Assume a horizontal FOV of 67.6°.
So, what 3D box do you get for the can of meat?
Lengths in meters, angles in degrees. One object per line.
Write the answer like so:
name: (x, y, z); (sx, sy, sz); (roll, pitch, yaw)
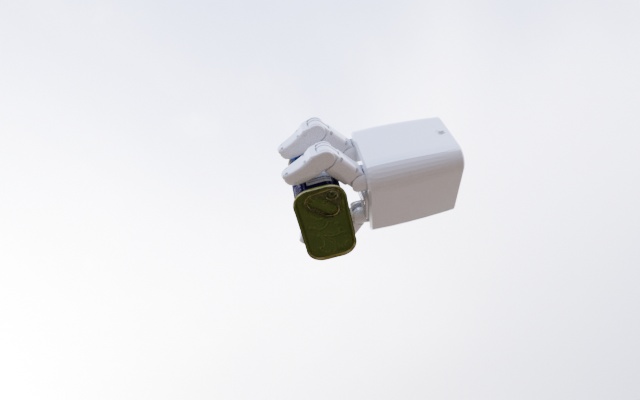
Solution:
can of meat: (0.000, 0.002, 0.542); (0.057, 0.102, 0.084); (-15, 39, 1)
